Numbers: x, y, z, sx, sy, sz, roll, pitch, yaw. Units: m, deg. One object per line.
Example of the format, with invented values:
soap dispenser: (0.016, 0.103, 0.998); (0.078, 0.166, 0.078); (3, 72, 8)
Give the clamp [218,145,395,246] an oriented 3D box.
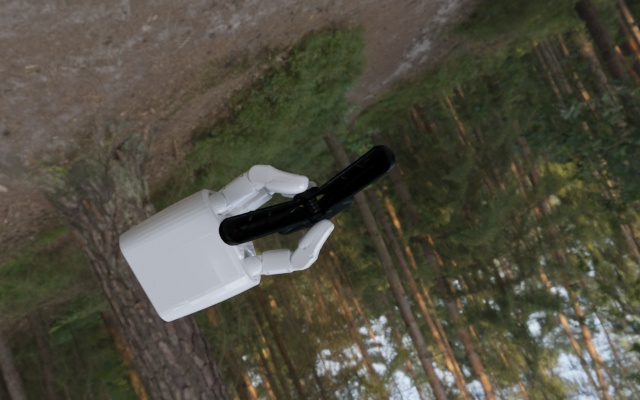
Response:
clamp: (0.000, 0.002, 0.494); (0.164, 0.036, 0.210); (-26, -7, 5)
